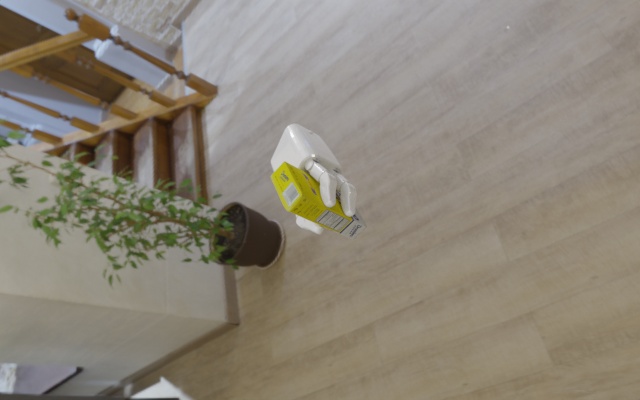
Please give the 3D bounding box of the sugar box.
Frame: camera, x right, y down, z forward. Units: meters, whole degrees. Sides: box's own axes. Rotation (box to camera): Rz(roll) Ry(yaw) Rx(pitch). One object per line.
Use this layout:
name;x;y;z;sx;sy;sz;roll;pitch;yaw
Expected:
sugar box;0.000;0.002;0.844;0.176;0.048;0.093;22;29;-43
